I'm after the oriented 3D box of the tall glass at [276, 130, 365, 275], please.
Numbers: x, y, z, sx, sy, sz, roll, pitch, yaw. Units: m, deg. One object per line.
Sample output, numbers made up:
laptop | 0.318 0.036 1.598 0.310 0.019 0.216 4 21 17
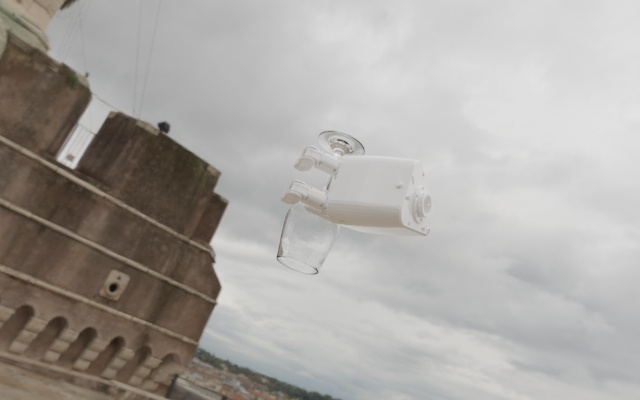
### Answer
tall glass | 0.000 0.002 0.688 0.079 0.201 0.079 18 -21 7
